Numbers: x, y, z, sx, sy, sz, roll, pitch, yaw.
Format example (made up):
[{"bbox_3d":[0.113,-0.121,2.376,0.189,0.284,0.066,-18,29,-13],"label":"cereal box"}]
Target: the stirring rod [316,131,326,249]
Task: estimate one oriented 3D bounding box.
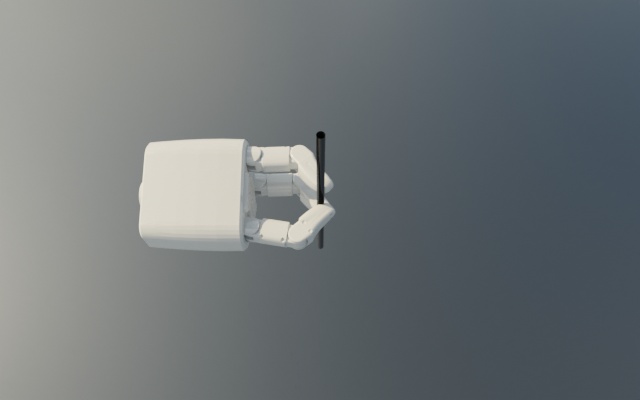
[{"bbox_3d":[0.000,0.002,0.509,0.011,0.011,0.240,0,-28,0],"label":"stirring rod"}]
